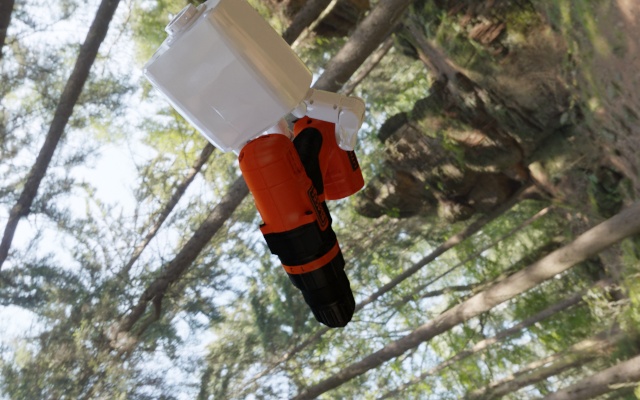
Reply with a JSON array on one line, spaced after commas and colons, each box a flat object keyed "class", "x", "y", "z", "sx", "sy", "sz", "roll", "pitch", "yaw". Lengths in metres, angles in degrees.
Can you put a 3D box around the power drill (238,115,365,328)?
[{"class": "power drill", "x": 0.000, "y": 0.001, "z": 0.460, "sx": 0.057, "sy": 0.184, "sz": 0.187, "roll": -14, "pitch": 23, "yaw": 17}]
